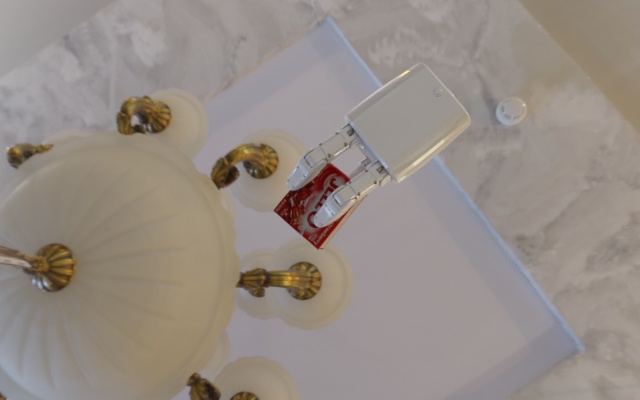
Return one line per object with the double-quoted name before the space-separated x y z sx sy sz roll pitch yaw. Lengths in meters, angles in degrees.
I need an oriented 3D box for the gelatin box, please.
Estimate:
"gelatin box" 0.000 0.002 0.568 0.073 0.089 0.030 40 4 14
